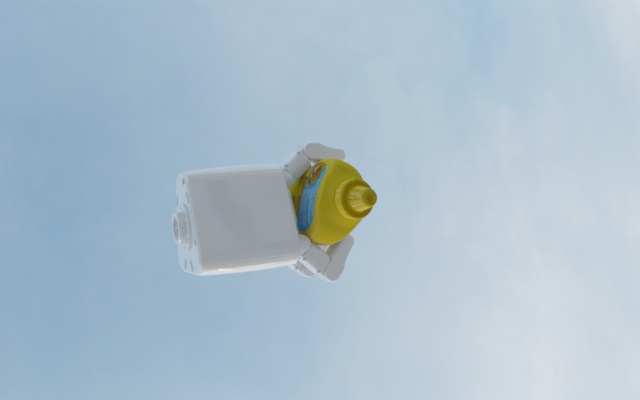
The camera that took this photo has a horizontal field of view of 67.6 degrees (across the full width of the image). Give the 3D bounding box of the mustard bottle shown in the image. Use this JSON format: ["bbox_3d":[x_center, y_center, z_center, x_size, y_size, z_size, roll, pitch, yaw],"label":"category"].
[{"bbox_3d":[0.000,0.002,0.539,0.058,0.096,0.191,22,-13,-26],"label":"mustard bottle"}]
